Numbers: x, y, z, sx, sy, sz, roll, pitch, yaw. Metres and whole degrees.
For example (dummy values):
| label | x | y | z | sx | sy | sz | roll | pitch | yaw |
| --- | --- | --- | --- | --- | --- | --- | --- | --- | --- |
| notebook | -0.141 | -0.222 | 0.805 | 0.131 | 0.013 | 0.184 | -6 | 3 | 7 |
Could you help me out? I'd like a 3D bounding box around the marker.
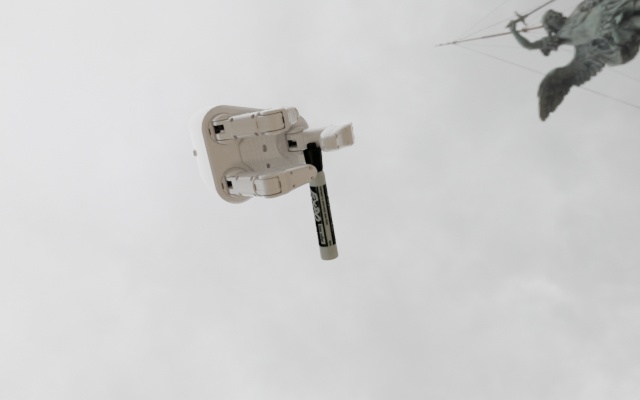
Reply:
| label | x | y | z | sx | sy | sz | roll | pitch | yaw |
| --- | --- | --- | --- | --- | --- | --- | --- | --- | --- |
| marker | 0.000 | 0.002 | 0.482 | 0.020 | 0.121 | 0.020 | -9 | 15 | 2 |
